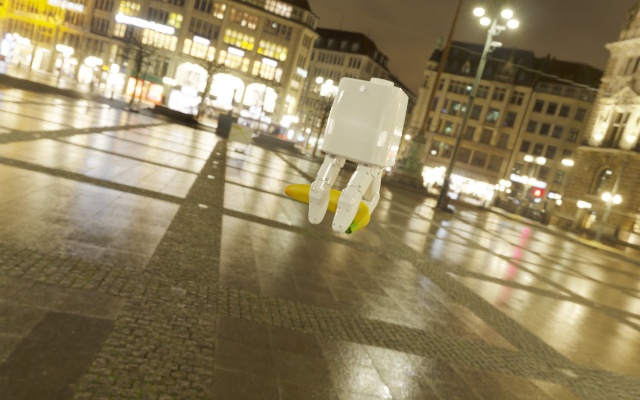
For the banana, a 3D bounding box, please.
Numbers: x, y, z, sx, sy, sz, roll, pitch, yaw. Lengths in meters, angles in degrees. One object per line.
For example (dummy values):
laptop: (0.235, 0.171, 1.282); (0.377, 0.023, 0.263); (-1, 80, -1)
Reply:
banana: (0.018, 0.004, 0.723); (0.069, 0.037, 0.197); (4, 13, -32)
